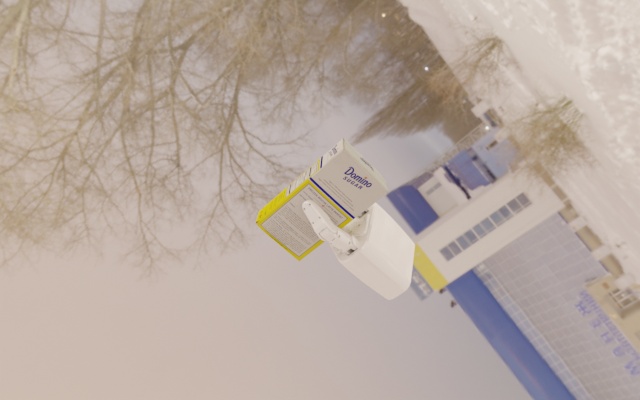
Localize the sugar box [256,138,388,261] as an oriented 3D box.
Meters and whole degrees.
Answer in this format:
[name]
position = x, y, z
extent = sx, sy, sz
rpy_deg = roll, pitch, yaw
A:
[sugar box]
position = 0.000, 0.002, 0.685
extent = 0.176, 0.093, 0.048
rpy_deg = -39, 22, 20
